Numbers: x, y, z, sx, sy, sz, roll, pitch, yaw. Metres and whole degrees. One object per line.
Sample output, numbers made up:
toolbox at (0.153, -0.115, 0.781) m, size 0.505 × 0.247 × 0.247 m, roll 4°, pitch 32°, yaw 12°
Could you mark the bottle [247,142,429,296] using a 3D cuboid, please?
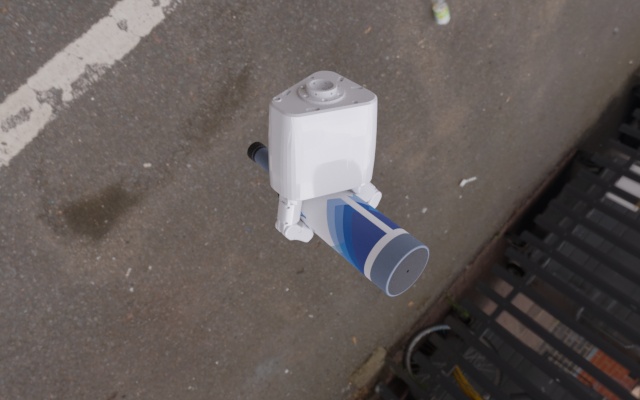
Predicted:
bottle at (0.000, 0.002, 0.593) m, size 0.069 × 0.069 × 0.295 m, roll 0°, pitch 30°, yaw -47°
